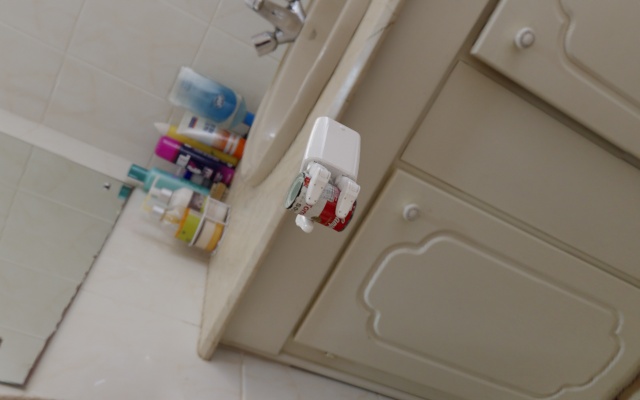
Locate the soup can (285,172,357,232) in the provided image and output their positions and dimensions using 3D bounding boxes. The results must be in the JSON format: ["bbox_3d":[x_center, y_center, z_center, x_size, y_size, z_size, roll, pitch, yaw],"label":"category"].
[{"bbox_3d":[0.000,0.003,0.795,0.102,0.068,0.068,25,-8,-18],"label":"soup can"}]
